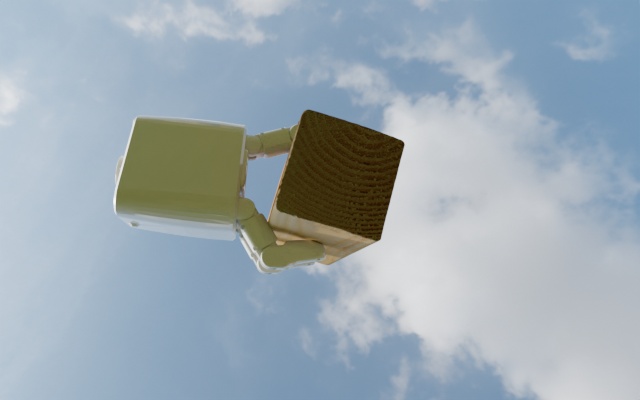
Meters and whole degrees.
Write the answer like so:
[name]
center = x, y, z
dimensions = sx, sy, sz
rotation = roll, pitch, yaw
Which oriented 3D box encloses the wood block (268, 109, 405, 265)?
[wood block]
center = 0.000, 0.001, 0.476
dimensions = 0.090, 0.090, 0.206
rotation = 17, -15, -6
